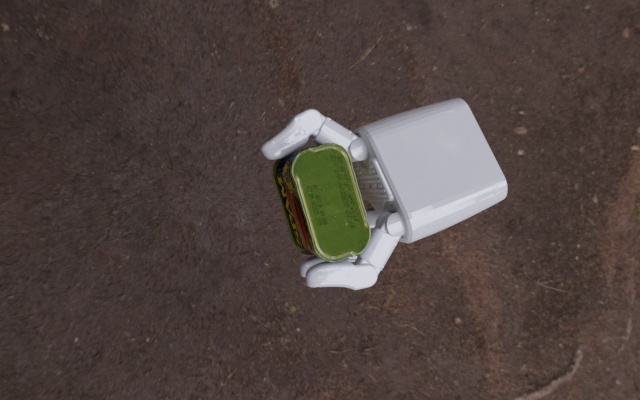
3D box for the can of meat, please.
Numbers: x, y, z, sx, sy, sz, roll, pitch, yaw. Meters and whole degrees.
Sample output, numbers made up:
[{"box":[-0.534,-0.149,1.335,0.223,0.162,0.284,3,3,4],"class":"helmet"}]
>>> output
[{"box":[0.000,0.001,0.426,0.057,0.102,0.084,-18,5,-14],"class":"can of meat"}]
